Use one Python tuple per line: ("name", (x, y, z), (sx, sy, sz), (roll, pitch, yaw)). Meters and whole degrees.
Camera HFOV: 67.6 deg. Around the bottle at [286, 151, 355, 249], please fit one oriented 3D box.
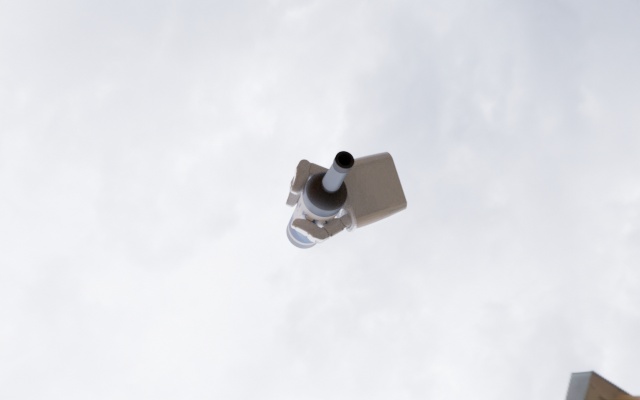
("bottle", (0.000, 0.003, 0.768), (0.069, 0.069, 0.296), (0, -23, -14))
